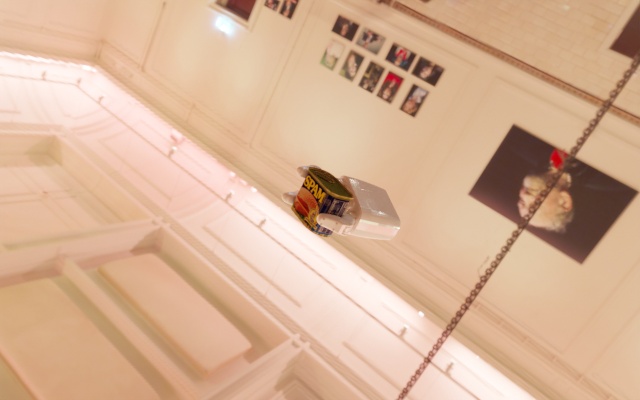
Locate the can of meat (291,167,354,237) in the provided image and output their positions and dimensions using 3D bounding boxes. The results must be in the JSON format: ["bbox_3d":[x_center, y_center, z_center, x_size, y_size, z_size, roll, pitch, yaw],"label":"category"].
[{"bbox_3d":[0.000,0.003,0.835,0.057,0.084,0.102,12,24,-37],"label":"can of meat"}]
